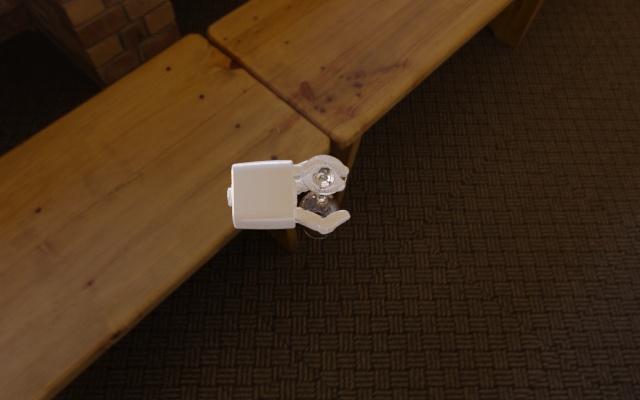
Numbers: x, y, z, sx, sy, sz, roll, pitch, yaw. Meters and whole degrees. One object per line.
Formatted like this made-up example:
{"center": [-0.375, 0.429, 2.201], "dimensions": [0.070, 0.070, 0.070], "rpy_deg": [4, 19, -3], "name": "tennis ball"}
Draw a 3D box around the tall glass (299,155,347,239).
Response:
{"center": [0.000, 0.003, 0.861], "dimensions": [0.079, 0.079, 0.201], "rpy_deg": [0, -27, -3], "name": "tall glass"}
